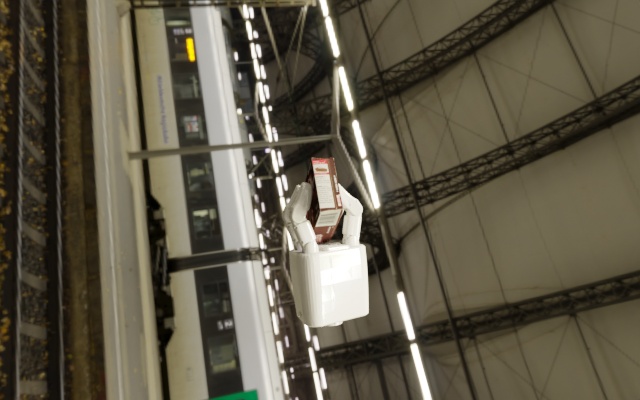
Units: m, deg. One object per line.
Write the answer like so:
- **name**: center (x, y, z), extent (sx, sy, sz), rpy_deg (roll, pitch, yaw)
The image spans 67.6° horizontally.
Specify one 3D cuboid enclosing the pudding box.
- **pudding box**: center (0.000, 0.002, 0.718), extent (0.039, 0.090, 0.113), rpy_deg (-3, -28, -14)
